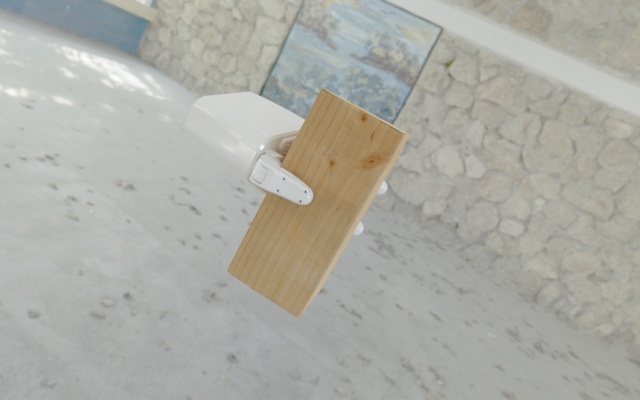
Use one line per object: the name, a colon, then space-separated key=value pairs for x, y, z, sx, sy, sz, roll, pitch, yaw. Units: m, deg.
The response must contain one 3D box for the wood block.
wood block: x=0.000 y=0.001 z=0.495 sx=0.090 sy=0.206 sz=0.091 roll=31 pitch=13 yaw=9
